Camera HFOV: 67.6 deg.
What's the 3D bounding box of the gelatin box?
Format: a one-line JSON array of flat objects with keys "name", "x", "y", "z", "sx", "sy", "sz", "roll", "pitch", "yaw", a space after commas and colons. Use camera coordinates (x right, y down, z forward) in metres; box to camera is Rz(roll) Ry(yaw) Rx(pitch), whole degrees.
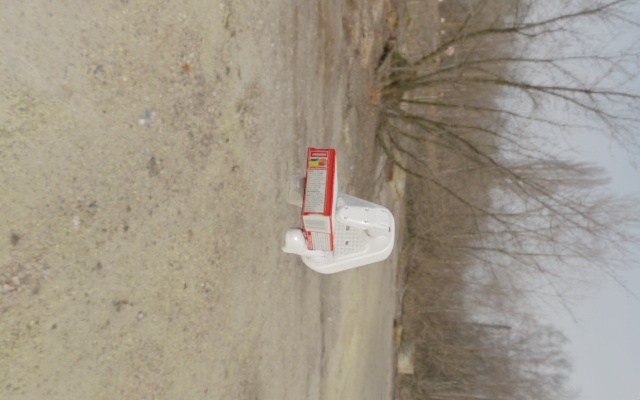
[{"name": "gelatin box", "x": 0.001, "y": 0.001, "z": 0.476, "sx": 0.030, "sy": 0.073, "sz": 0.089, "roll": 3, "pitch": -27, "yaw": 4}]
